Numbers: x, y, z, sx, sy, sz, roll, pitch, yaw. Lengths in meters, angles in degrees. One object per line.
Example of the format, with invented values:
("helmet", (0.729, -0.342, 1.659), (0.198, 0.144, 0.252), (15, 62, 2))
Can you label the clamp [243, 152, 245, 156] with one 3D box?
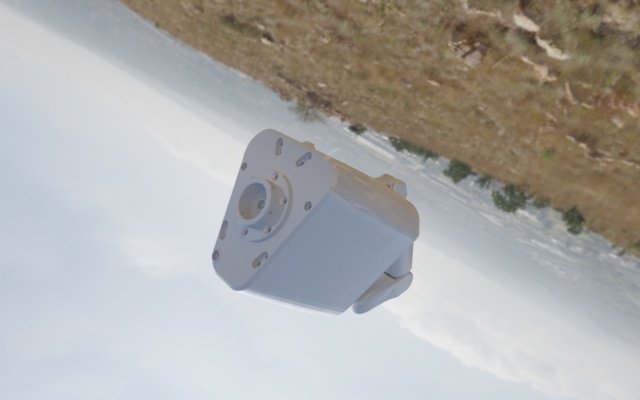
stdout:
("clamp", (0.000, 0.002, 0.460), (0.171, 0.039, 0.120), (31, 3, 42))
